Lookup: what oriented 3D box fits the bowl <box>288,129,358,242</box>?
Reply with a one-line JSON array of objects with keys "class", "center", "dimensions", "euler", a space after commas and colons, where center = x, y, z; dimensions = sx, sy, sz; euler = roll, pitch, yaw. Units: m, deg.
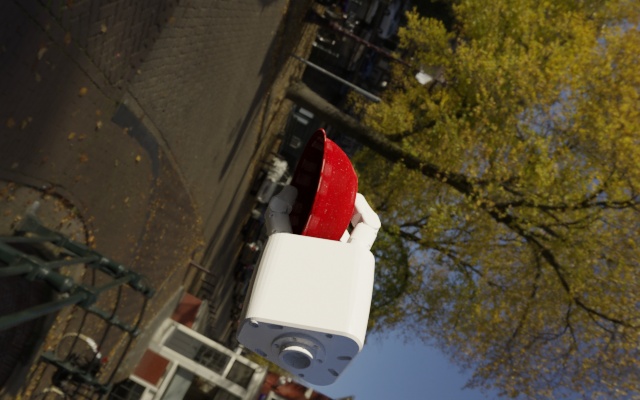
[{"class": "bowl", "center": [0.001, 0.001, 0.557], "dimensions": [0.055, 0.162, 0.162], "euler": [16, -4, -14]}]
